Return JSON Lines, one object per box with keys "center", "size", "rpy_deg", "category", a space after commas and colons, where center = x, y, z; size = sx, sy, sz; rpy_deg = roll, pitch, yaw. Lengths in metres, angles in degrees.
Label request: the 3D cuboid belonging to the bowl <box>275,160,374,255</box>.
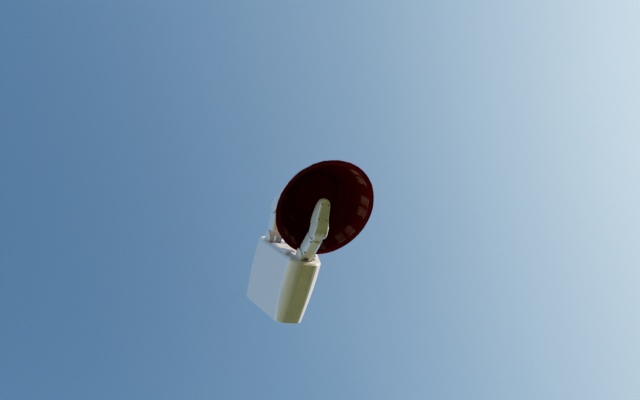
{"center": [0.001, 0.001, 0.747], "size": [0.162, 0.162, 0.055], "rpy_deg": [0, 26, -24], "category": "bowl"}
